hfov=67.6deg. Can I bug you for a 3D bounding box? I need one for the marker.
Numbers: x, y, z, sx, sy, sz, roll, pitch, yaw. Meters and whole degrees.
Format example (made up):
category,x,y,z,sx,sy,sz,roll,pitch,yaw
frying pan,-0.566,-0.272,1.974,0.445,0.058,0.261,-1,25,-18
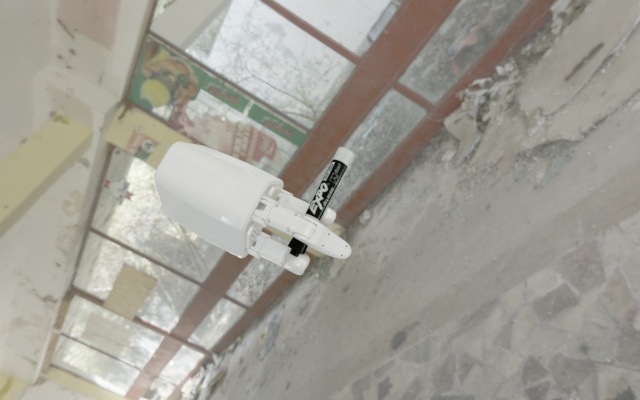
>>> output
category,x,y,z,sx,sy,sz,roll,pitch,yaw
marker,0.000,0.002,0.483,0.020,0.121,0.020,26,-12,6
